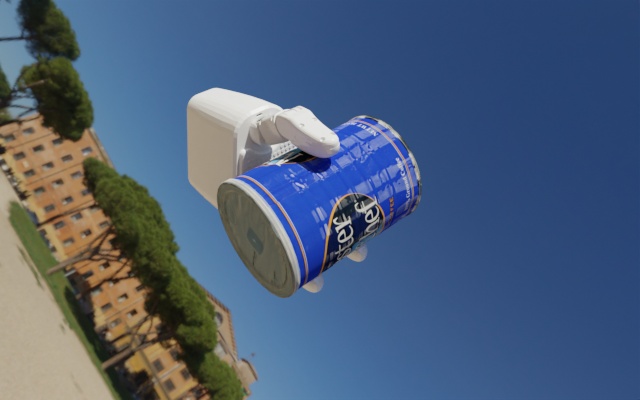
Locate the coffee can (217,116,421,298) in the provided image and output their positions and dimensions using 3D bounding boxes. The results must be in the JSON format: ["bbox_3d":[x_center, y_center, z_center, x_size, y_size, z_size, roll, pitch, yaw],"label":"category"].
[{"bbox_3d":[0.000,0.001,0.403,0.140,0.103,0.103,-30,16,-29],"label":"coffee can"}]
